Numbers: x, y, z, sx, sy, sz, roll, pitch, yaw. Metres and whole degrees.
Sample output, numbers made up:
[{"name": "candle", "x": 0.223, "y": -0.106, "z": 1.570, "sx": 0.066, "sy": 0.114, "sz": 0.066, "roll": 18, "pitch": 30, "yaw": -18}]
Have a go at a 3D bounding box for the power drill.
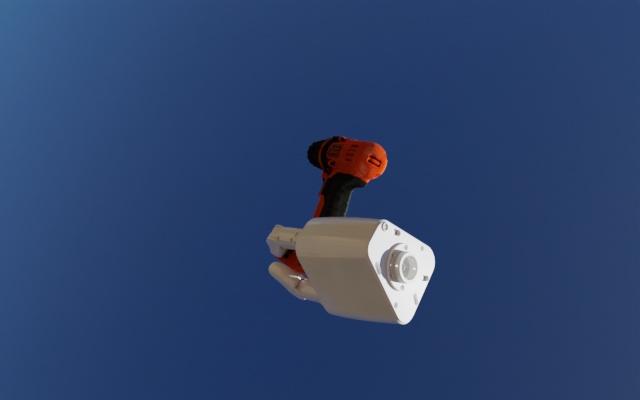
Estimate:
[{"name": "power drill", "x": 0.000, "y": 0.003, "z": 0.643, "sx": 0.057, "sy": 0.187, "sz": 0.184, "roll": 23, "pitch": -2, "yaw": -23}]
